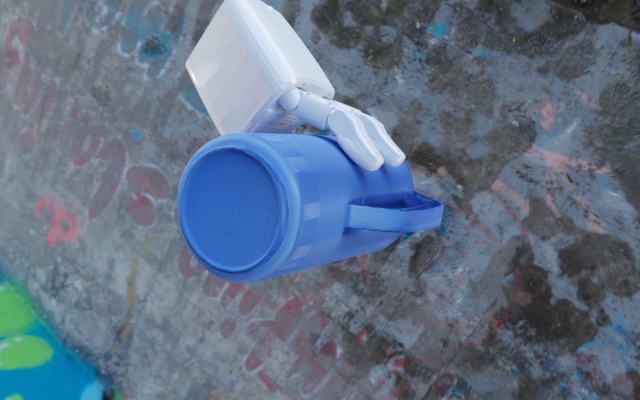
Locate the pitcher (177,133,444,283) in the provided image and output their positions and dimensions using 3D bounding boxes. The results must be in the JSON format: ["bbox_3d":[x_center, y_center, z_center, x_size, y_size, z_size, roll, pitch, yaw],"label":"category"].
[{"bbox_3d":[0.000,0.001,0.434,0.149,0.145,0.243,-37,-13,24],"label":"pitcher"}]
